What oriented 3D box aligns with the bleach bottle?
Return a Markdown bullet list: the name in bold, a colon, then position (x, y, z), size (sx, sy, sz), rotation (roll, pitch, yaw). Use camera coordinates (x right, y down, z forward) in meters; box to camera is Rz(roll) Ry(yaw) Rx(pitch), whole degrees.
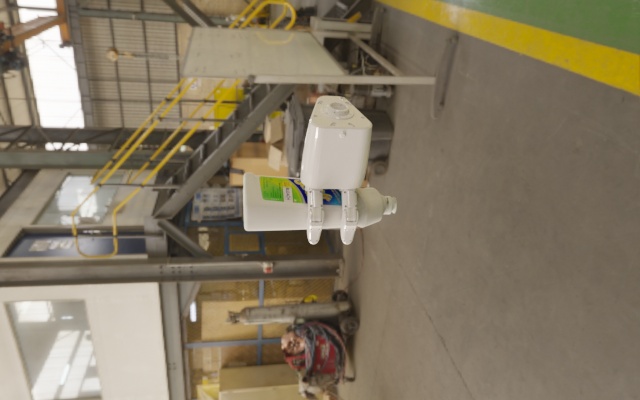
- **bleach bottle**: position (0.000, 0.003, 0.790), size (0.251, 0.068, 0.102), rotation (0, 38, -11)
